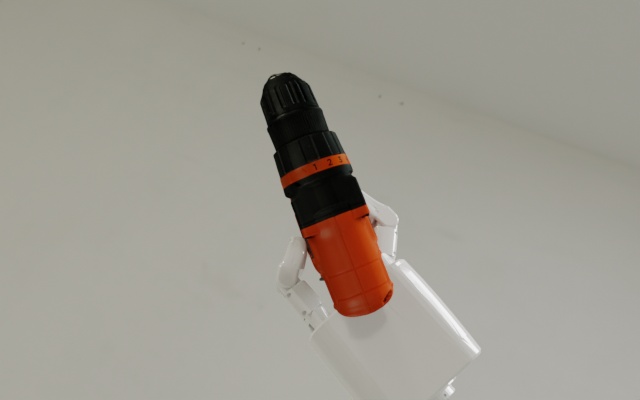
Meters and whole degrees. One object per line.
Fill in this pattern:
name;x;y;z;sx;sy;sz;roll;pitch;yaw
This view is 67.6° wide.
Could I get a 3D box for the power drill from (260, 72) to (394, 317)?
power drill;0.000;0.002;0.412;0.057;0.184;0.187;-19;-6;-1
